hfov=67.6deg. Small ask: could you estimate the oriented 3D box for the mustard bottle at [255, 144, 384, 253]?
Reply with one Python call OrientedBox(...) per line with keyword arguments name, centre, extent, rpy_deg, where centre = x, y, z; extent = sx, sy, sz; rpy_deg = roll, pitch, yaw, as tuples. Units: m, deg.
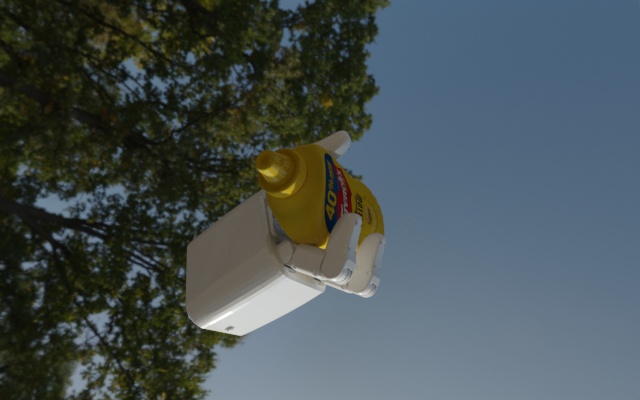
OrientedBox(name="mustard bottle", centre=(0.000, 0.001, 0.449), extent=(0.058, 0.096, 0.192), rpy_deg=(-10, -25, 26))
